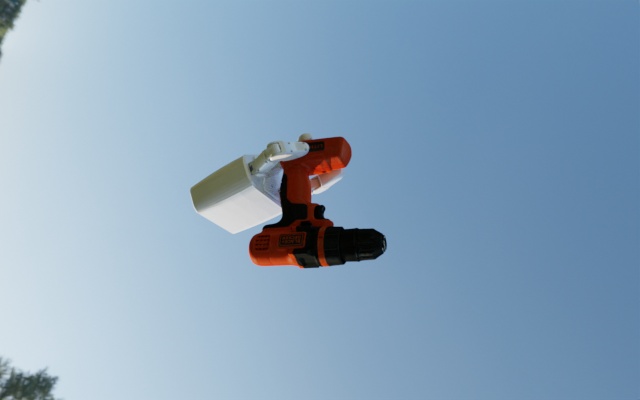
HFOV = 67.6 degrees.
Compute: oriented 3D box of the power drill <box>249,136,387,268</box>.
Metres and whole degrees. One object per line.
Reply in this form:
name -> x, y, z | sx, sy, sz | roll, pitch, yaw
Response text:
power drill -> 0.000, 0.002, 0.653 | 0.184, 0.187, 0.057 | -4, -33, 16
